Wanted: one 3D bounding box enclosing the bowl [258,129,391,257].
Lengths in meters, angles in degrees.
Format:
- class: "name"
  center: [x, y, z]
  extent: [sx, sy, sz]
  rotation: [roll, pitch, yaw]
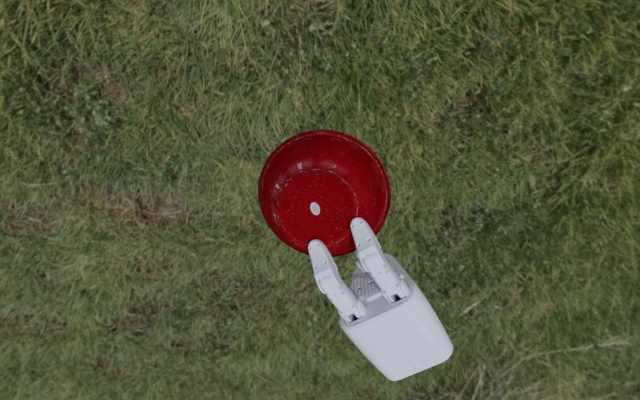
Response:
- class: "bowl"
  center: [-0.001, 0.001, 0.552]
  extent: [0.162, 0.162, 0.055]
  rotation: [0, 17, 8]
